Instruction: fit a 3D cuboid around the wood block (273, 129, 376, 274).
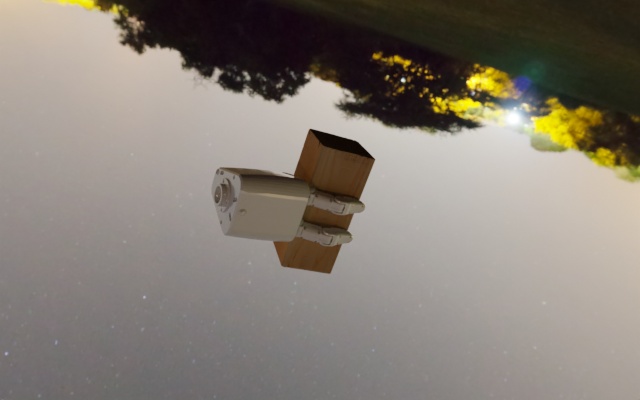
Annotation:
[{"bbox_3d":[0.000,0.002,0.769,0.090,0.206,0.090,12,22,-22],"label":"wood block"}]
